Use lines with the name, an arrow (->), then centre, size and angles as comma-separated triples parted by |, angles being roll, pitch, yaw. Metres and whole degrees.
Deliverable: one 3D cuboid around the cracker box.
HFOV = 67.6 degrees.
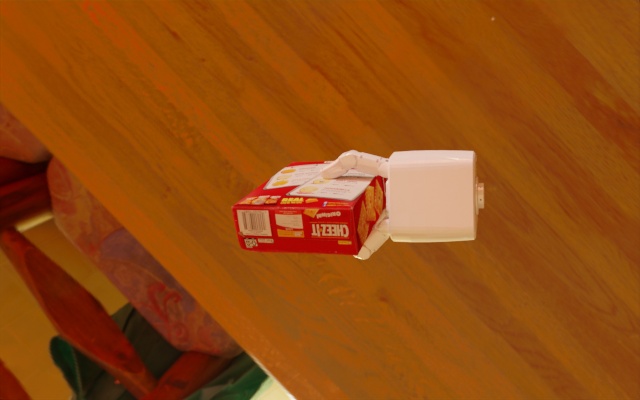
cracker box -> 0.000, 0.002, 0.678 | 0.164, 0.072, 0.213 | 0, 20, 20
